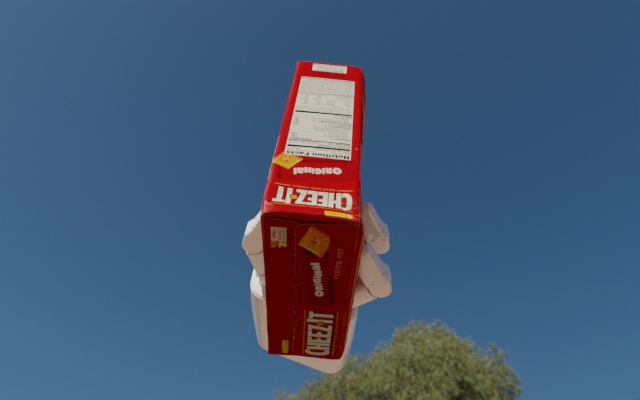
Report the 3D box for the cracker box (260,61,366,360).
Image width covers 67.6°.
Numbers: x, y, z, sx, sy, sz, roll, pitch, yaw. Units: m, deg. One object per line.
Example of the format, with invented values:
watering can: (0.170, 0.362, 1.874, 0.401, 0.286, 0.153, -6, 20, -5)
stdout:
cracker box: (0.000, 0.001, 0.421, 0.072, 0.164, 0.213, 4, 42, 2)
